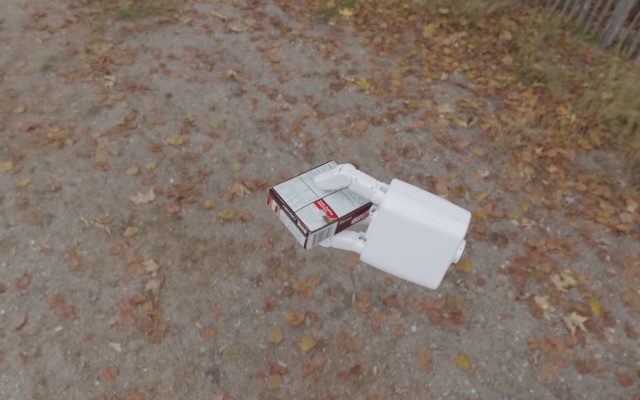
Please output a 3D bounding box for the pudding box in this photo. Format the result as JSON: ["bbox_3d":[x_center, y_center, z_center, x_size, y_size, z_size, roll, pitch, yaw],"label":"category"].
[{"bbox_3d":[0.000,0.002,0.636,0.113,0.090,0.039,-25,-31,-32],"label":"pudding box"}]
